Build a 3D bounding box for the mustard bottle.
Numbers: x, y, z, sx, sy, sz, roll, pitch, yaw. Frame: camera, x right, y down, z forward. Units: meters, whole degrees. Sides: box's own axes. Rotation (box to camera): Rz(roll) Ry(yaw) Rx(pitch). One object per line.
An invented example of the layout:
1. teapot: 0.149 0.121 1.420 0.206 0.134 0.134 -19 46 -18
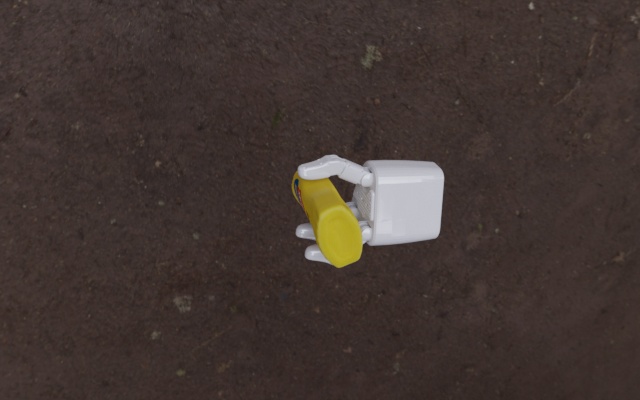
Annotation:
1. mustard bottle: 0.000 0.002 0.670 0.058 0.096 0.191 -23 34 -4
